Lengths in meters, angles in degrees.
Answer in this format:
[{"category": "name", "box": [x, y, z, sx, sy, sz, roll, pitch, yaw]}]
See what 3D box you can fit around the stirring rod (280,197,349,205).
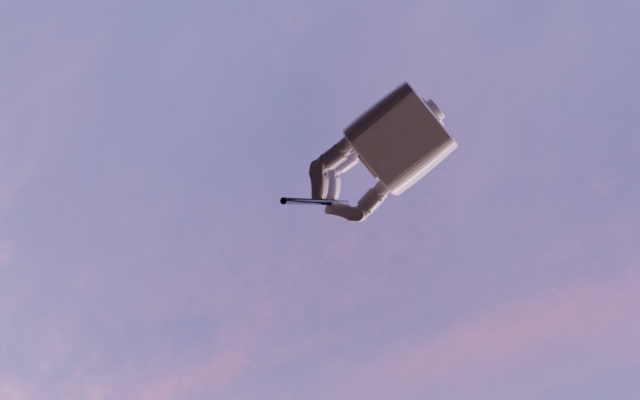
[{"category": "stirring rod", "box": [0.000, 0.002, 0.630, 0.011, 0.011, 0.239, 0, -1, 20]}]
